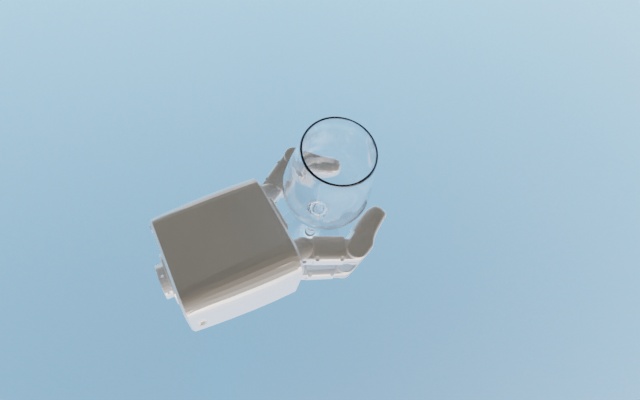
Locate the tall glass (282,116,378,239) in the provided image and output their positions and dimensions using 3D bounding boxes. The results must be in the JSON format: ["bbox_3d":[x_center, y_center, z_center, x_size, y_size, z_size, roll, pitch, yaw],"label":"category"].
[{"bbox_3d":[0.000,0.002,0.455,0.079,0.079,0.201,0,-24,-9],"label":"tall glass"}]
